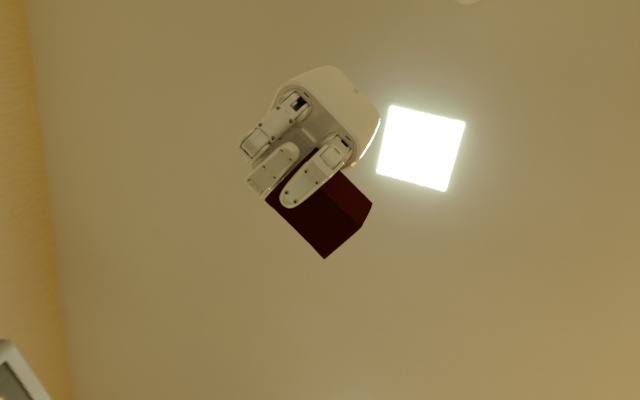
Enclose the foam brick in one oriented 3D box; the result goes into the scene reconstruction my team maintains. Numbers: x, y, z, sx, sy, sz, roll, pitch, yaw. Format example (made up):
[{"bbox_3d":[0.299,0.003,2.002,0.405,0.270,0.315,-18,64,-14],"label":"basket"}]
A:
[{"bbox_3d":[0.000,0.002,0.436,0.053,0.078,0.051,-41,6,29],"label":"foam brick"}]
